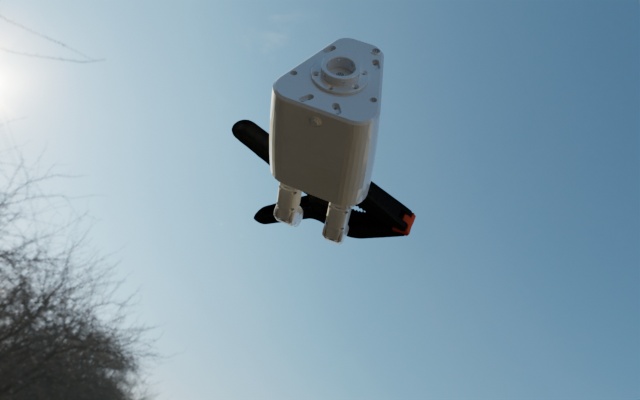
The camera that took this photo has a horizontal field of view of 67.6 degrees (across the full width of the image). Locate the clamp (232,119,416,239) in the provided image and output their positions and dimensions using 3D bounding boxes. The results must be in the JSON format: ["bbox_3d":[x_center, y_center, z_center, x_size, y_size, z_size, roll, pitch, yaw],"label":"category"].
[{"bbox_3d":[0.001,0.001,0.542,0.210,0.036,0.165,21,-35,11],"label":"clamp"}]
